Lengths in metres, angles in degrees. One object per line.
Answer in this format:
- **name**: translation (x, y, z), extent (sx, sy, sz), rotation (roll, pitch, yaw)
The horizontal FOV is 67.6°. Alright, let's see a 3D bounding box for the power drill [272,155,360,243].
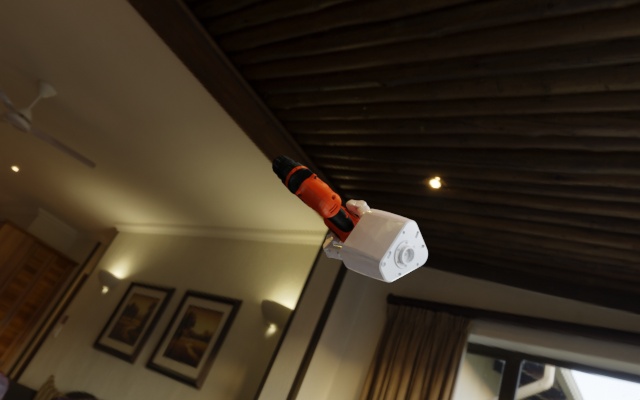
- **power drill**: translation (0.001, 0.003, 0.897), extent (0.184, 0.057, 0.188), rotation (43, 0, 42)
